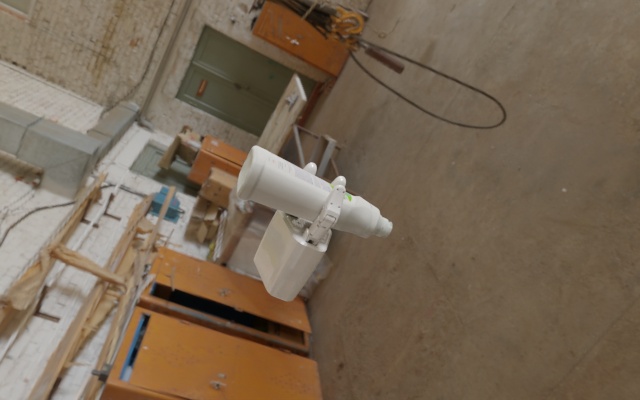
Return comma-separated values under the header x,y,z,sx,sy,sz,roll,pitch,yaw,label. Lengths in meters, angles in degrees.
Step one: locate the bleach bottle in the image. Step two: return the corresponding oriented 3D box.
x,y,z,sx,sy,sz,roll,pitch,yaw,label
0.000,0.002,0.731,0.251,0.068,0.102,24,19,-17,bleach bottle
